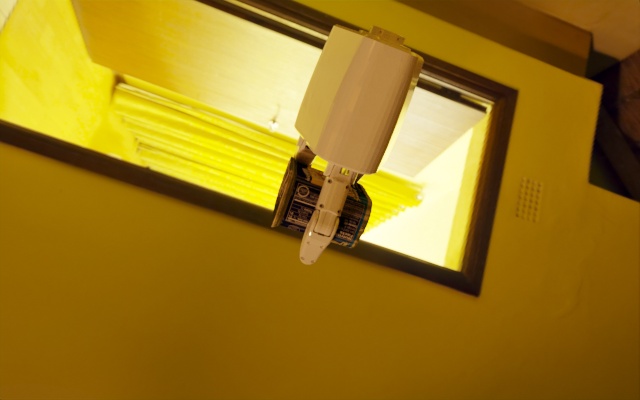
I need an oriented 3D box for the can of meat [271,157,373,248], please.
[{"bbox_3d":[0.000,0.002,0.480,0.084,0.057,0.102,18,14,-8],"label":"can of meat"}]
